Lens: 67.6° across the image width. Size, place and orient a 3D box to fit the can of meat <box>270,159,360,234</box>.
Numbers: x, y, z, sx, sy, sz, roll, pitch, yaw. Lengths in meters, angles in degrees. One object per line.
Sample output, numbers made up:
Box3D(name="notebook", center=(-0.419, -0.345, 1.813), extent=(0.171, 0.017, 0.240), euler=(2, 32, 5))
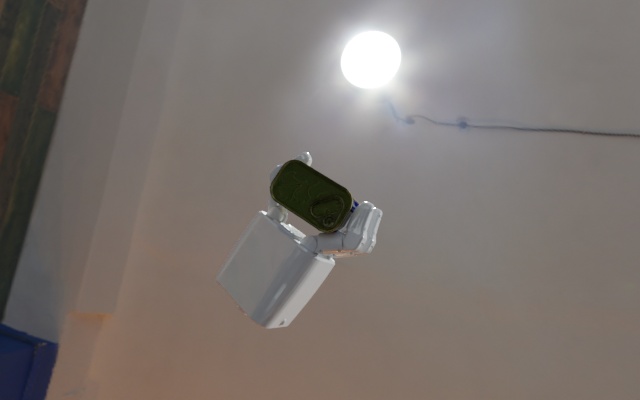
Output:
Box3D(name="can of meat", center=(0.000, 0.002, 0.591), extent=(0.102, 0.057, 0.084), euler=(32, -1, 21))
